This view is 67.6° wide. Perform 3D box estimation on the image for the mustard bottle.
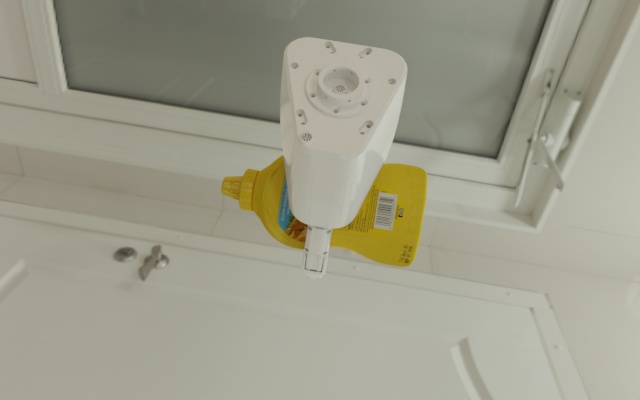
[{"bbox_3d":[0.000,0.002,0.459,0.191,0.096,0.058,10,-3,2],"label":"mustard bottle"}]
